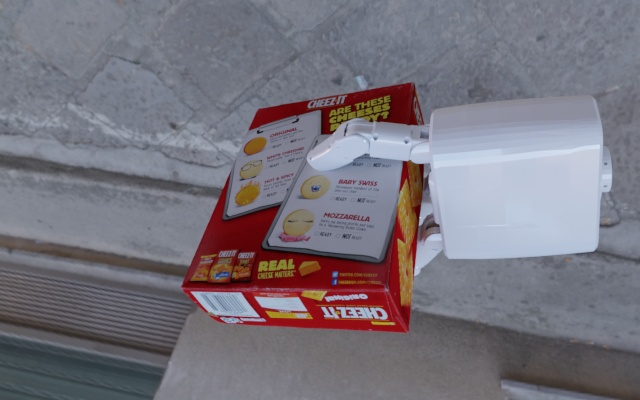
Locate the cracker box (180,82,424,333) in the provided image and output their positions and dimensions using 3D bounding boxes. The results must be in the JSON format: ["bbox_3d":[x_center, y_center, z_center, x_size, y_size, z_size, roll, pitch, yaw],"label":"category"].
[{"bbox_3d":[0.000,0.001,0.412,0.164,0.213,0.072,-4,-42,22],"label":"cracker box"}]
